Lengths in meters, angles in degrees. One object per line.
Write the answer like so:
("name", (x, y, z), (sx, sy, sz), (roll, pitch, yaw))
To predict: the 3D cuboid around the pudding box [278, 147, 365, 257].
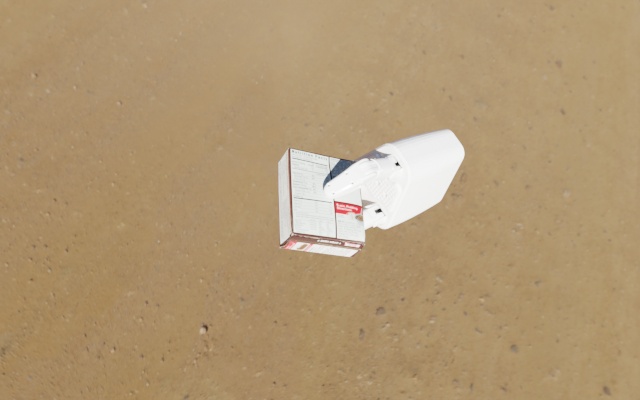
("pudding box", (0.000, 0.002, 0.533), (0.090, 0.113, 0.039), (9, -34, -22))
